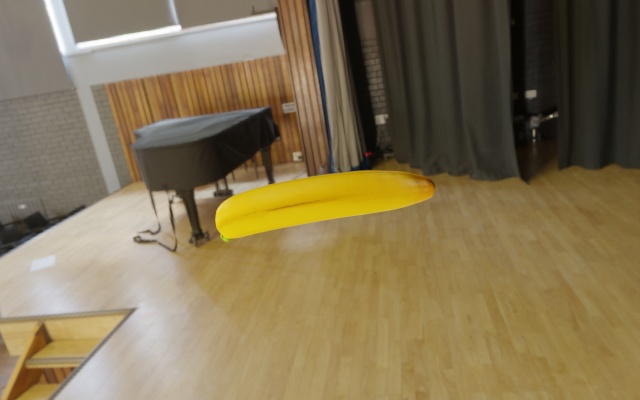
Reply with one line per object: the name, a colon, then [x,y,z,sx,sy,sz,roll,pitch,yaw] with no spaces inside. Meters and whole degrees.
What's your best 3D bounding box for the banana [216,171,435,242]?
banana: [-0.008,0.001,0.388,0.198,0.037,0.069,-11,-6,15]
